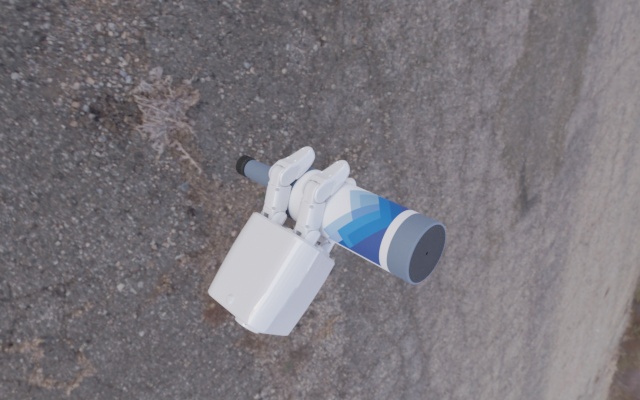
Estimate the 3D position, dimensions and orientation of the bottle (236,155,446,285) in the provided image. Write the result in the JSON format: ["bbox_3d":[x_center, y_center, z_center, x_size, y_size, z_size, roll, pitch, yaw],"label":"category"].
[{"bbox_3d":[0.000,0.002,0.554,0.295,0.069,0.069,26,17,38],"label":"bottle"}]
